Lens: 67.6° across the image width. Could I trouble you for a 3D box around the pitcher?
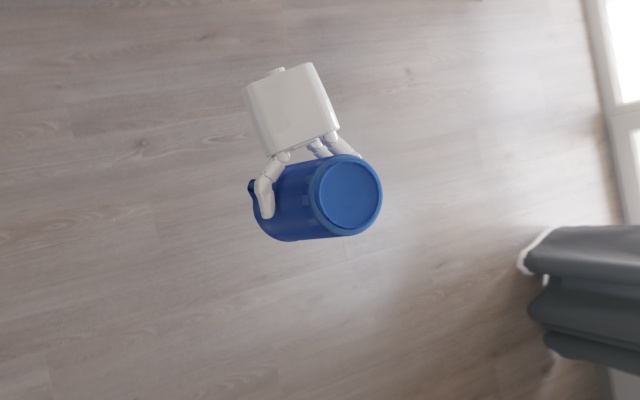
[{"bbox_3d":[0.000,0.002,0.725,0.149,0.145,0.243,-23,6,-22],"label":"pitcher"}]
